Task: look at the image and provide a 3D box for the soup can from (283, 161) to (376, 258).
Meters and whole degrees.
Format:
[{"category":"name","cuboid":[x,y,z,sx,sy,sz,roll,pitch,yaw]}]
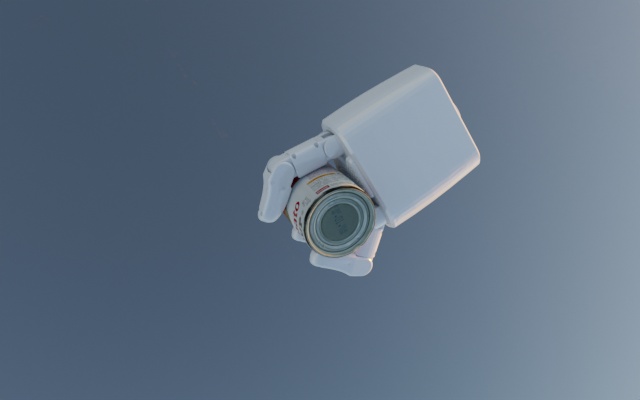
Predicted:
[{"category":"soup can","cuboid":[0.000,0.002,0.443,0.068,0.068,0.102,0,22,-23]}]
